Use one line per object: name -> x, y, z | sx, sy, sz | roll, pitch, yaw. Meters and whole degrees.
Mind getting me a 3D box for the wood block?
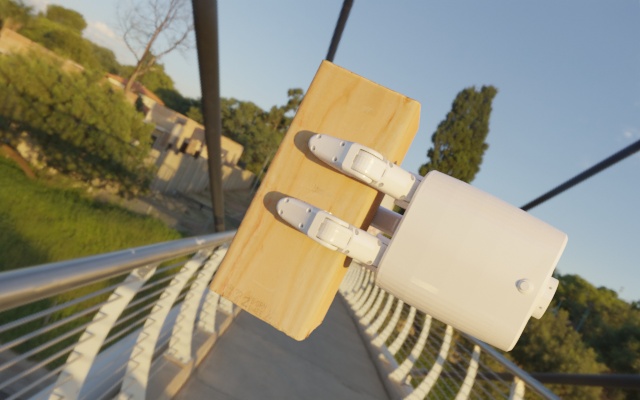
wood block -> 0.001, 0.001, 0.417 | 0.090, 0.206, 0.091 | 27, 0, 11
